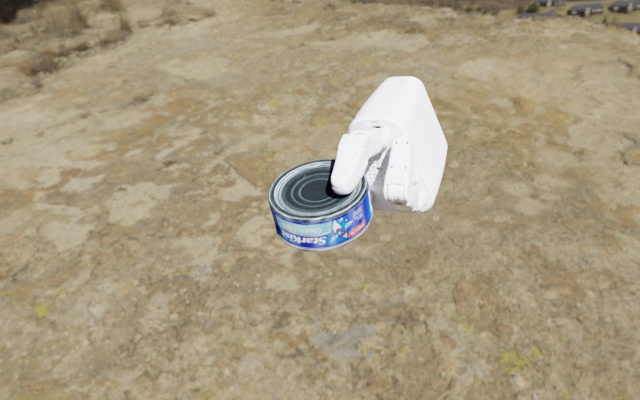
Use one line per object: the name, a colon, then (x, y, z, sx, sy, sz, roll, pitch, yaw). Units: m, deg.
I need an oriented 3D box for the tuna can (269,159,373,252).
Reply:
tuna can: (0.000, 0.001, 0.404, 0.086, 0.034, 0.086, -7, 38, 6)
